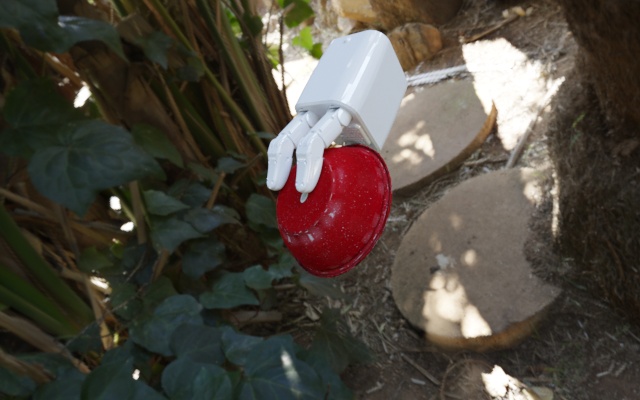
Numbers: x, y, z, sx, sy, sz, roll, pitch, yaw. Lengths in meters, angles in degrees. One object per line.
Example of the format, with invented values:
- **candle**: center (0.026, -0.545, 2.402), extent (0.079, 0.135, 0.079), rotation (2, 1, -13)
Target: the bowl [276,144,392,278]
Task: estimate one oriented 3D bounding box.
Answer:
- **bowl**: center (0.000, 0.003, 0.535), extent (0.055, 0.162, 0.162), rotation (24, -16, -40)
